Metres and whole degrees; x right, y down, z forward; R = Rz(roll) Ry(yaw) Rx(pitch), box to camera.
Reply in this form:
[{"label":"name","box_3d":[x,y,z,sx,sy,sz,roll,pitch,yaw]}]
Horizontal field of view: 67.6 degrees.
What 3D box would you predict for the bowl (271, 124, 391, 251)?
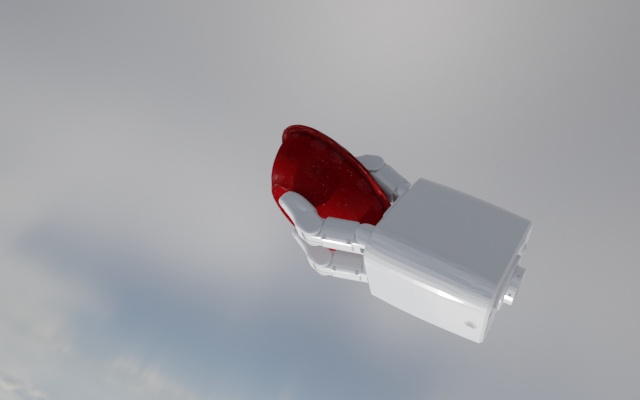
[{"label":"bowl","box_3d":[-0.001,0.001,0.496,0.055,0.162,0.162,-44,17,-19]}]
